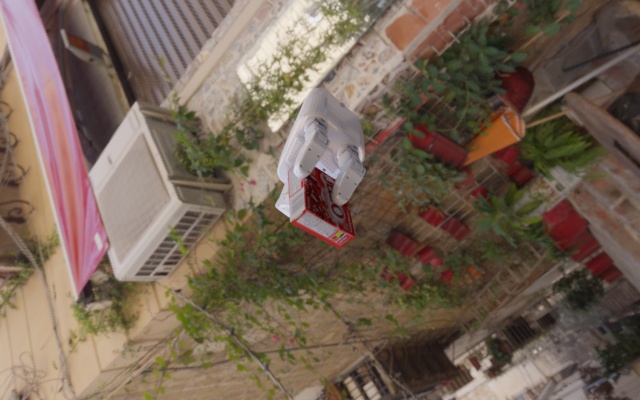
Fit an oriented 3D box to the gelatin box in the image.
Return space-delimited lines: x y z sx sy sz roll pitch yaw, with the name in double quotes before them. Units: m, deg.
"gelatin box" 0.000 0.002 0.547 0.073 0.089 0.030 31 -57 -30
